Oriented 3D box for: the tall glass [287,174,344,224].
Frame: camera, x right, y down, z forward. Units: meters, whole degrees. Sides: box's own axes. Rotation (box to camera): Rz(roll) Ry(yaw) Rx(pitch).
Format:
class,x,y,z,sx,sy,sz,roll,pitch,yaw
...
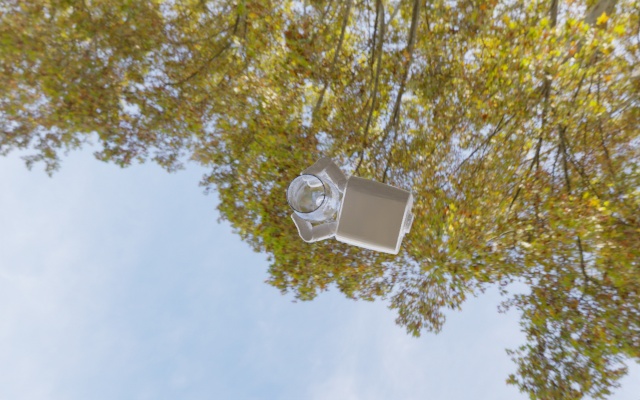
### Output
class,x,y,z,sx,sy,sz,roll,pitch,yaw
tall glass,0.000,0.003,0.820,0.079,0.079,0.201,0,-8,14
